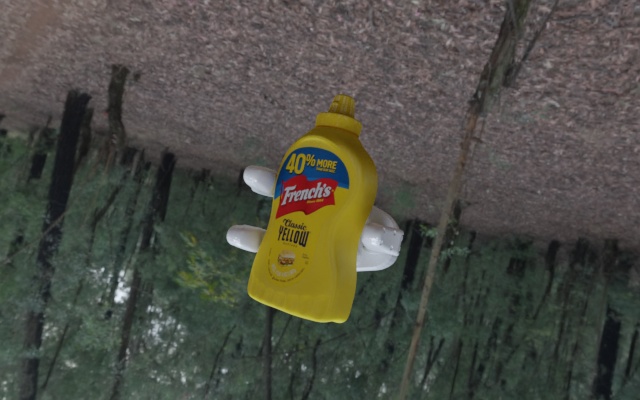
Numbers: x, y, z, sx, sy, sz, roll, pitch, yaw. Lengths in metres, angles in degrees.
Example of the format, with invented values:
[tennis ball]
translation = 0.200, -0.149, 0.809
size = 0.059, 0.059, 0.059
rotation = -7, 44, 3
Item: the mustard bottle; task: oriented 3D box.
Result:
[mustard bottle]
translation = 0.000, 0.002, 0.416
size = 0.096, 0.191, 0.058
rotation = 10, -7, 40
